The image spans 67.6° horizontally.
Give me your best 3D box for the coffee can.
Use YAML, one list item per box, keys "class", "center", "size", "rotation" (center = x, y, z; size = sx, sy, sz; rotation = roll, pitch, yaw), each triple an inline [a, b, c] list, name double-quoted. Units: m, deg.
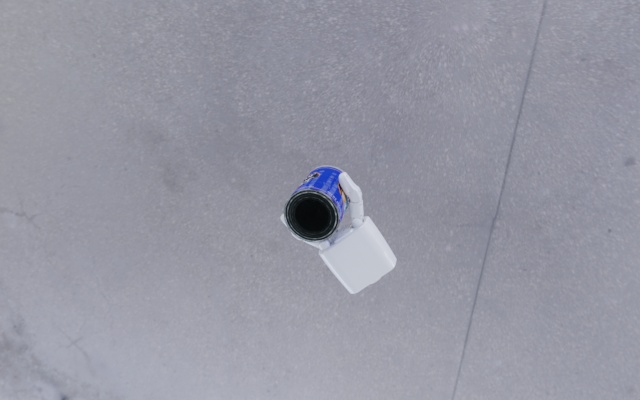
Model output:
- class: "coffee can"
  center: [0.000, 0.003, 0.898]
  size: [0.103, 0.103, 0.140]
  rotation: [0, 21, 15]
